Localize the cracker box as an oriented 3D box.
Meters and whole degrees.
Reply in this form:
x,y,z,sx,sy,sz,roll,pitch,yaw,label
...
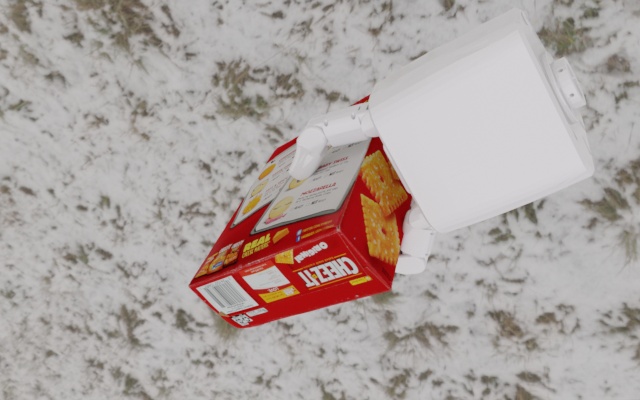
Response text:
x,y,z,sx,sy,sz,roll,pitch,yaw,label
0.000,0.001,0.431,0.164,0.072,0.213,-24,27,35,cracker box
